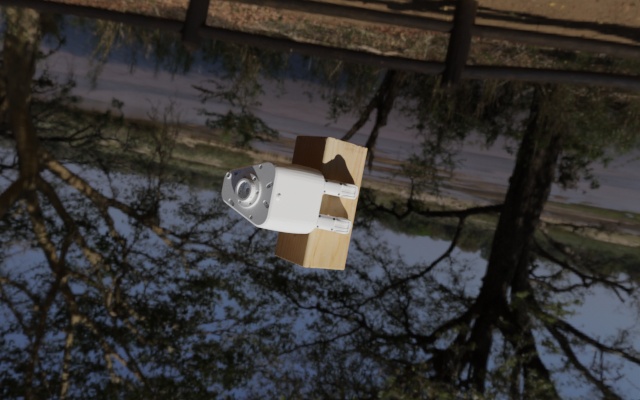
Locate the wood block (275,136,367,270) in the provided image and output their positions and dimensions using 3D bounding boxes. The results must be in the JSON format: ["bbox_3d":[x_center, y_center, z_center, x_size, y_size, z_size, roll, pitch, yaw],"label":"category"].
[{"bbox_3d":[0.000,0.003,0.799,0.090,0.206,0.091,10,2,-39],"label":"wood block"}]
